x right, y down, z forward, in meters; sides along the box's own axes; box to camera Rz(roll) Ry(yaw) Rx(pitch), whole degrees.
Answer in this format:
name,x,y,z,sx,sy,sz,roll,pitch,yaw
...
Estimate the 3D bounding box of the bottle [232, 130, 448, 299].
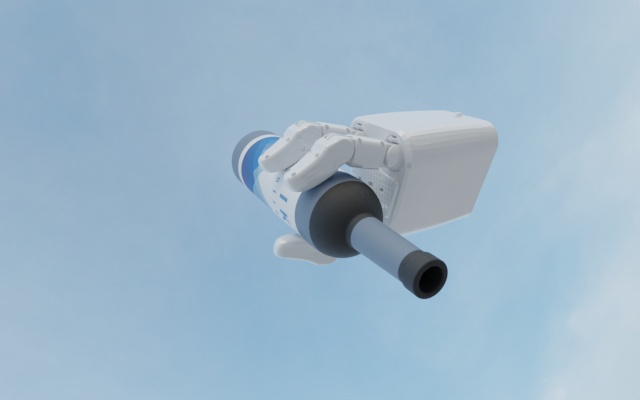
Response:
name,x,y,z,sx,sy,sz,roll,pitch,yaw
bottle,0.000,0.001,0.414,0.069,0.069,0.295,0,19,-29
